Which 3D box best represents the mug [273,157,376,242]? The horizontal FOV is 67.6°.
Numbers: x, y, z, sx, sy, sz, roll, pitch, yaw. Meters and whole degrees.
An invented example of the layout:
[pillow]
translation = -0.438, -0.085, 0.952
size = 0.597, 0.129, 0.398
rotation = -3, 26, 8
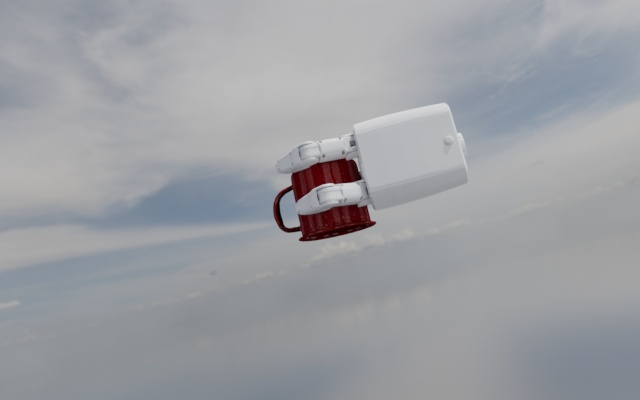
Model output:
[mug]
translation = -0.001, 0.002, 0.568
size = 0.117, 0.081, 0.093
rotation = -14, -10, 10
